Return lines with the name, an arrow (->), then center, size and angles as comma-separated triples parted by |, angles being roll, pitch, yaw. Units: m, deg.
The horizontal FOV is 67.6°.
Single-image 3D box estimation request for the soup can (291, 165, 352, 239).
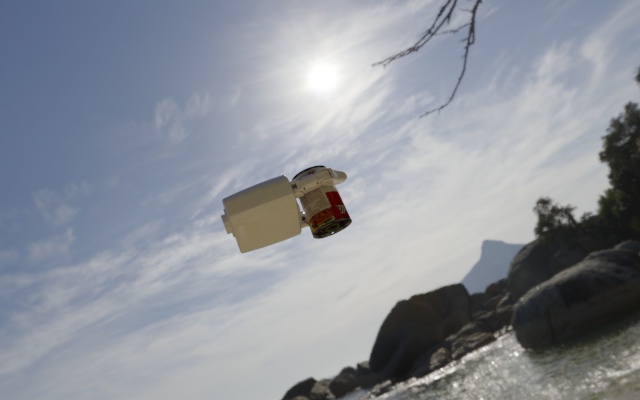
soup can -> 0.000, 0.002, 0.779 | 0.068, 0.102, 0.068 | -22, -19, -8
